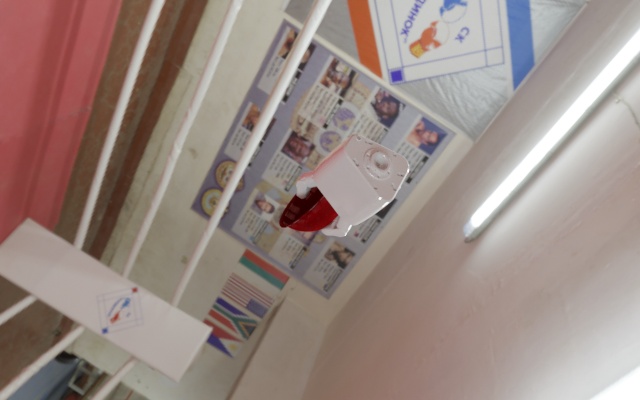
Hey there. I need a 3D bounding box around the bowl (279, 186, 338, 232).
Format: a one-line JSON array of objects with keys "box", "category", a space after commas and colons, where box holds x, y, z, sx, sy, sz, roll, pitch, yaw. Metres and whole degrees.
[{"box": [0.000, 0.003, 0.857, 0.055, 0.162, 0.162, 43, -15, -16], "category": "bowl"}]
